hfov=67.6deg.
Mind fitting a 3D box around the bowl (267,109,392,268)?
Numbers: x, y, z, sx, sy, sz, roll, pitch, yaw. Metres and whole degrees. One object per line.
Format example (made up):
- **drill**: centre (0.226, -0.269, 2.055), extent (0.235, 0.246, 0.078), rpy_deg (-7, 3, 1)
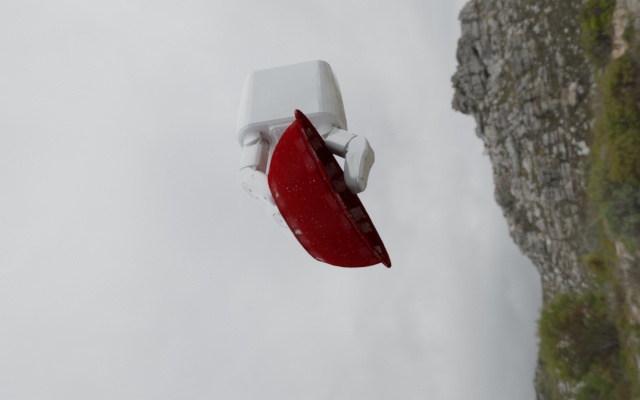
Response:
- **bowl**: centre (0.000, 0.002, 0.426), extent (0.055, 0.162, 0.162), rpy_deg (-31, -5, 8)
